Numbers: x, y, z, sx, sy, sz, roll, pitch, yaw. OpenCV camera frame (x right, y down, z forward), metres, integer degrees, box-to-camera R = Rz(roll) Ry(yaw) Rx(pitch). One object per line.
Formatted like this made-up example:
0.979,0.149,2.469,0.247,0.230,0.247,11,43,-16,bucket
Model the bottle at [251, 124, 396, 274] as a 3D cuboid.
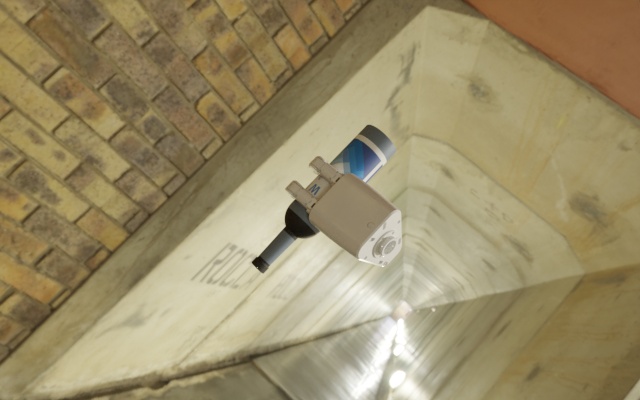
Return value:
0.000,0.002,0.778,0.069,0.295,0.069,43,-7,6,bottle
